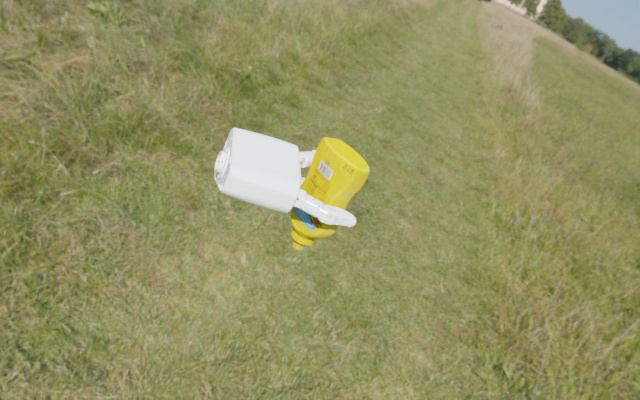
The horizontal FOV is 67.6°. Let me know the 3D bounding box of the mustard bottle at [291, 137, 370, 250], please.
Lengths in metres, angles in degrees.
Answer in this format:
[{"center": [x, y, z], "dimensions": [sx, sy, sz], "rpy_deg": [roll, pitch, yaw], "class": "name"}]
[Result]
[{"center": [0.001, 0.002, 0.764], "dimensions": [0.058, 0.192, 0.096], "rpy_deg": [0, 37, -45], "class": "mustard bottle"}]
